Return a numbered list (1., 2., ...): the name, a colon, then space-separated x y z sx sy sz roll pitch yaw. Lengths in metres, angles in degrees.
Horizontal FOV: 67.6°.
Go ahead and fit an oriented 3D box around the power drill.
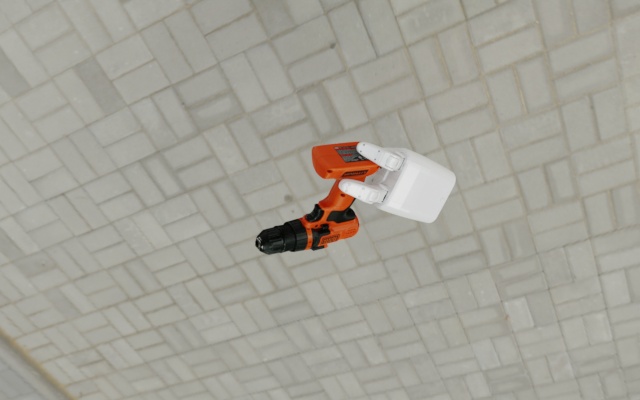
1. power drill: 0.000 0.002 0.719 0.184 0.188 0.057 -12 51 -34
